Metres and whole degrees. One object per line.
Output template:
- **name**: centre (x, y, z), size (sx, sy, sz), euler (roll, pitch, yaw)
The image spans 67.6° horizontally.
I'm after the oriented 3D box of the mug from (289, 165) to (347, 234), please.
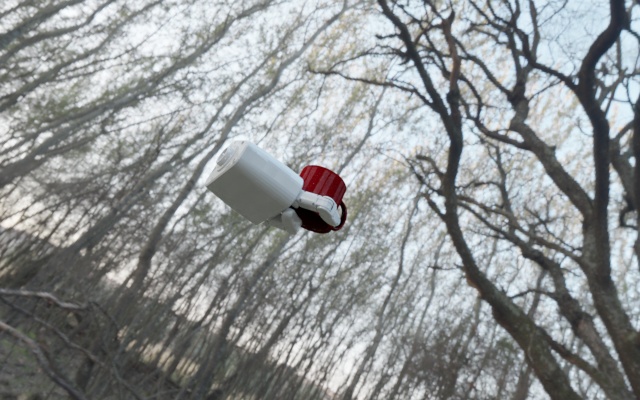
- **mug**: centre (0.001, 0.003, 0.784), size (0.117, 0.081, 0.093), euler (38, -26, -24)
